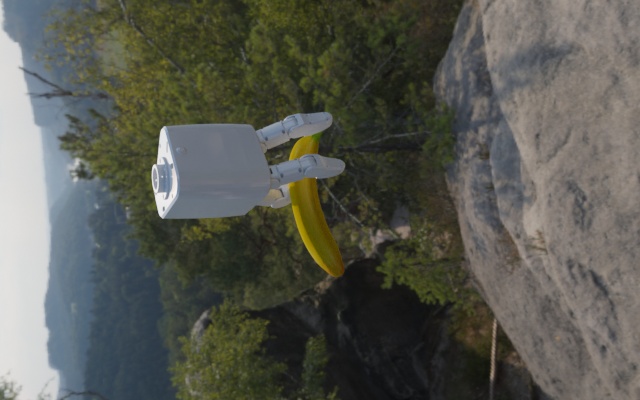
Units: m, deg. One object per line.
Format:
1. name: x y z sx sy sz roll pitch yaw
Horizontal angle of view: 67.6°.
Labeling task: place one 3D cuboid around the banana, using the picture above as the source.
1. banana: -0.010 0.002 0.615 0.037 0.197 0.069 -4 -9 -34
